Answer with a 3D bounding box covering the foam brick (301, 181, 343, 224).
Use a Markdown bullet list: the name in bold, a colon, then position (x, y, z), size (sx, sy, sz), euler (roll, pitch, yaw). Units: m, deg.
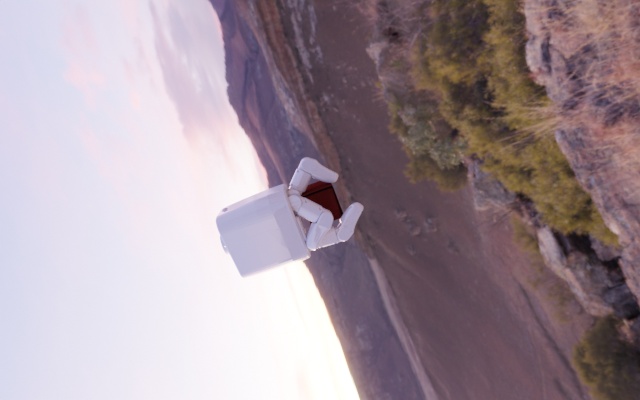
- **foam brick**: position (0.000, 0.002, 0.736), size (0.051, 0.053, 0.078), euler (-21, 11, 0)
